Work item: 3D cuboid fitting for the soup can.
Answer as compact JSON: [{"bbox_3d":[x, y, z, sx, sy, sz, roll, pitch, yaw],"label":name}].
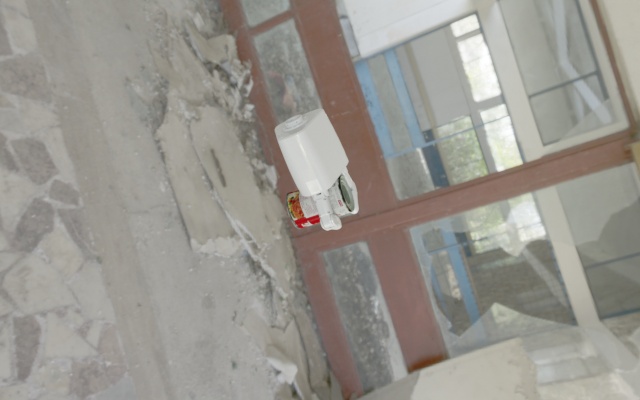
[{"bbox_3d":[0.001,0.003,0.827,0.102,0.068,0.068,-18,-6,17],"label":"soup can"}]
